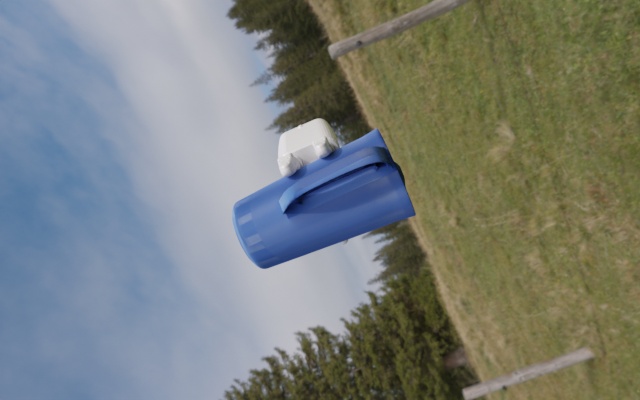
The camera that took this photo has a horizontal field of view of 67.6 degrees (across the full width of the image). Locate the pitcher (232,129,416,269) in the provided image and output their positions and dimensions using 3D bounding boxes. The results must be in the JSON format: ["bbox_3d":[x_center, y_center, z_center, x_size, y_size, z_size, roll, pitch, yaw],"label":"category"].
[{"bbox_3d":[0.000,0.002,0.673,0.243,0.149,0.145,-24,28,6],"label":"pitcher"}]
